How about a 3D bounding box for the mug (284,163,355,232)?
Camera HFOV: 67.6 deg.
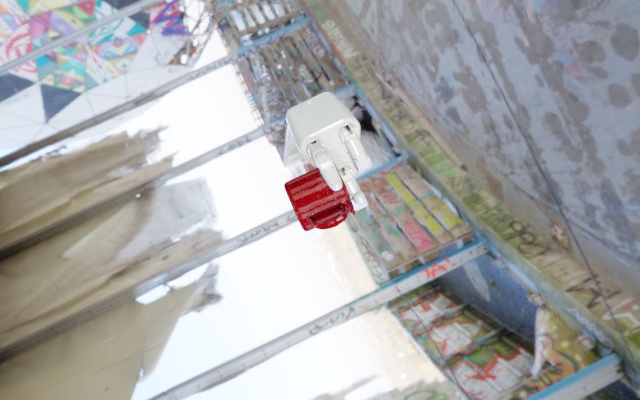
[{"bbox_3d":[0.000,0.003,0.705,0.081,0.093,0.117,-24,42,-2],"label":"mug"}]
